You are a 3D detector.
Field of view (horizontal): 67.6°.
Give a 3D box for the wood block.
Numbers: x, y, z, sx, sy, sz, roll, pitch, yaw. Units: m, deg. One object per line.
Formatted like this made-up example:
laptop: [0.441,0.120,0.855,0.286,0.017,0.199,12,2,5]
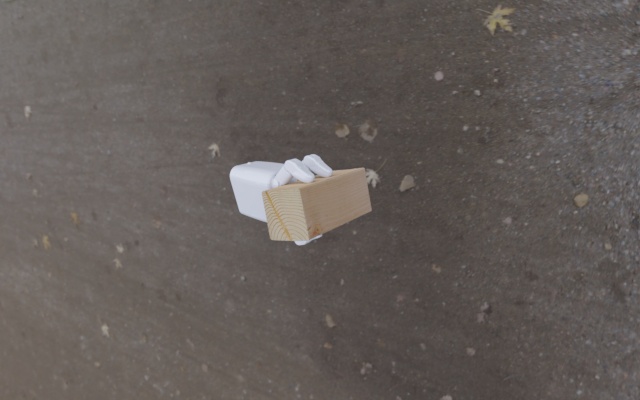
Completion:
wood block: [0.000,0.003,0.883,0.090,0.091,0.206,-3,11,38]
